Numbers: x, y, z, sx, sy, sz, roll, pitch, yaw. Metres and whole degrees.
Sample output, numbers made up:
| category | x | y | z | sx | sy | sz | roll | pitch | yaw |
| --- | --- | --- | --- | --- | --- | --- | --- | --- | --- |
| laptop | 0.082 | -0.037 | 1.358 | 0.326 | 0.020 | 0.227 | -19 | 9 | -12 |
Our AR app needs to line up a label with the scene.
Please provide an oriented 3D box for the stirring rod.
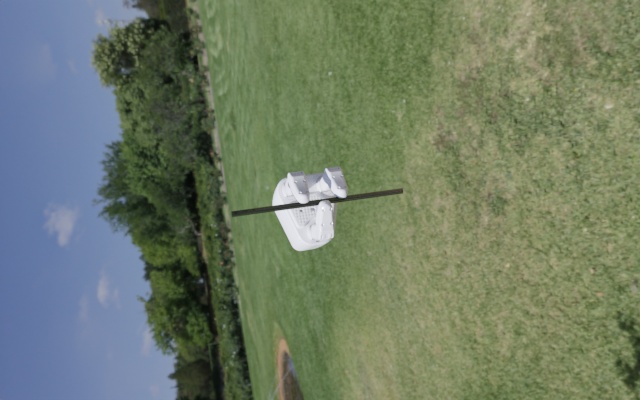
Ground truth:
| category | x | y | z | sx | sy | sz | roll | pitch | yaw |
| --- | --- | --- | --- | --- | --- | --- | --- | --- | --- |
| stirring rod | 0.000 | 0.002 | 0.651 | 0.239 | 0.011 | 0.011 | -8 | 2 | -13 |
